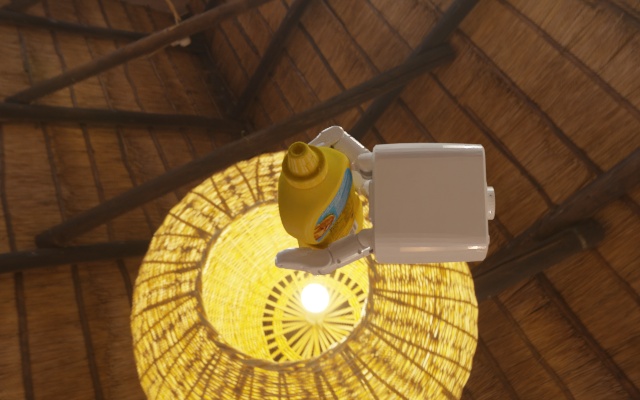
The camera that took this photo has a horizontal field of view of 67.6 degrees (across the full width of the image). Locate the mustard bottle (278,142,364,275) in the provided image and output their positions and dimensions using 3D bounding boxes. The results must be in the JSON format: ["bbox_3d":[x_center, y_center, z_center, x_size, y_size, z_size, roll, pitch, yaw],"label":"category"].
[{"bbox_3d":[0.000,0.002,0.486,0.058,0.096,0.192,23,-20,22],"label":"mustard bottle"}]
